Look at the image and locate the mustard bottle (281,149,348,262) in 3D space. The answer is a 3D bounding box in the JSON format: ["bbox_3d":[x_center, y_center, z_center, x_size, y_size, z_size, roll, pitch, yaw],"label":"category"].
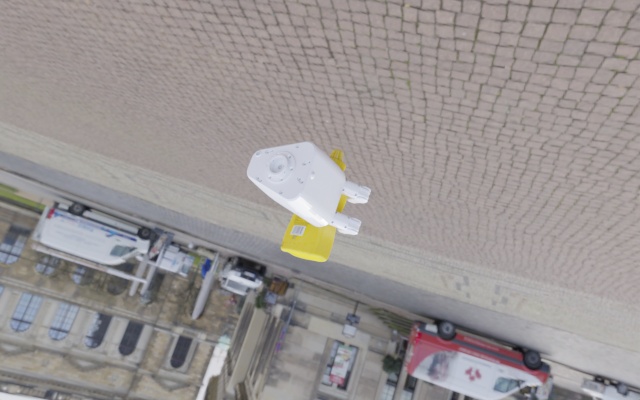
[{"bbox_3d":[0.000,0.003,0.800,0.058,0.191,0.096,28,-16,-35],"label":"mustard bottle"}]
